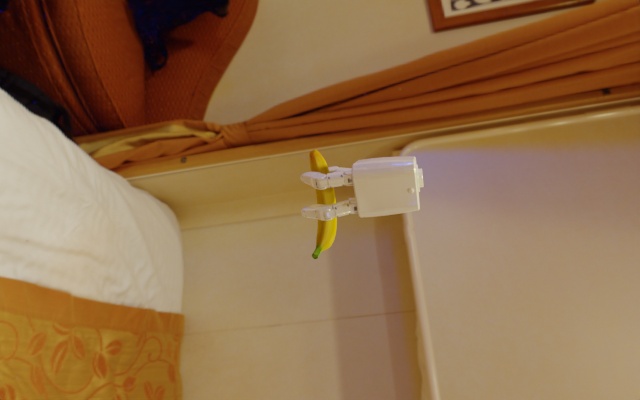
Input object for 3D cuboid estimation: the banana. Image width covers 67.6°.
[{"bbox_3d":[0.006,0.005,0.886,0.037,0.198,0.069,-2,2,18],"label":"banana"}]
